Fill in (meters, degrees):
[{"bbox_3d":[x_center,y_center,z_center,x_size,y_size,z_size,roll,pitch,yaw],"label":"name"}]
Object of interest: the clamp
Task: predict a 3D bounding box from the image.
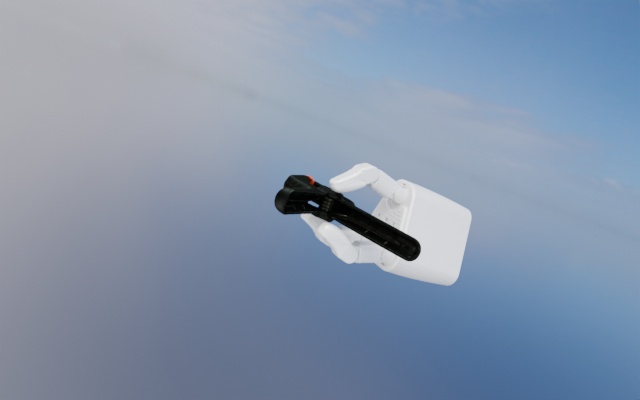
[{"bbox_3d":[0.000,0.001,0.549,0.164,0.036,0.210,22,7,-27],"label":"clamp"}]
